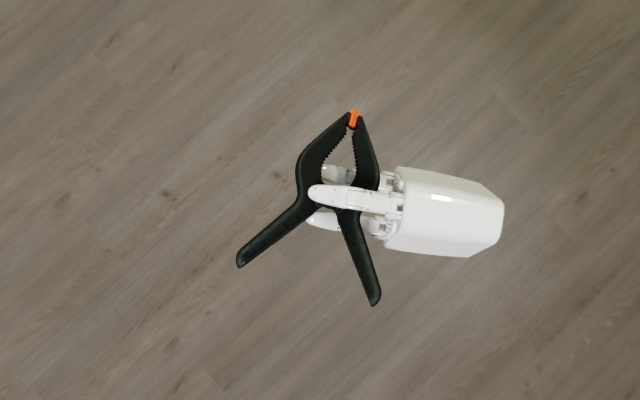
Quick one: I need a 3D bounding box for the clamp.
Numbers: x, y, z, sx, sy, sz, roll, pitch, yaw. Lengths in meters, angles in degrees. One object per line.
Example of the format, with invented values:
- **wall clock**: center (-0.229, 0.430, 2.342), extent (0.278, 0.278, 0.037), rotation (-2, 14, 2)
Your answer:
- **clamp**: center (0.000, 0.001, 0.527), extent (0.164, 0.210, 0.036), rotation (9, -1, 0)
